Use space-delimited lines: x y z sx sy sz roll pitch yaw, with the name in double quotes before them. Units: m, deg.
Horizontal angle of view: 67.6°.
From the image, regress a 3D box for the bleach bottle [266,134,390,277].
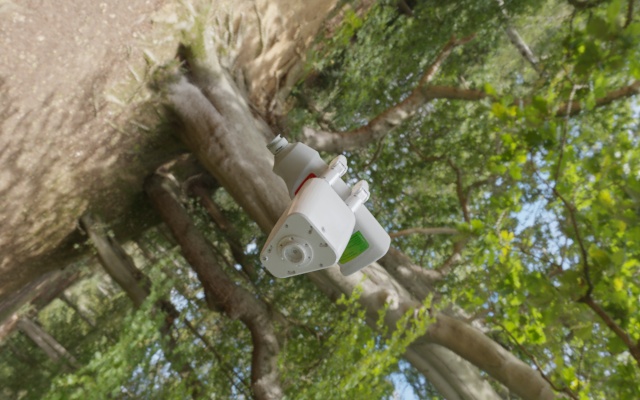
"bleach bottle" 0.000 0.002 0.773 0.102 0.251 0.068 -35 13 28
